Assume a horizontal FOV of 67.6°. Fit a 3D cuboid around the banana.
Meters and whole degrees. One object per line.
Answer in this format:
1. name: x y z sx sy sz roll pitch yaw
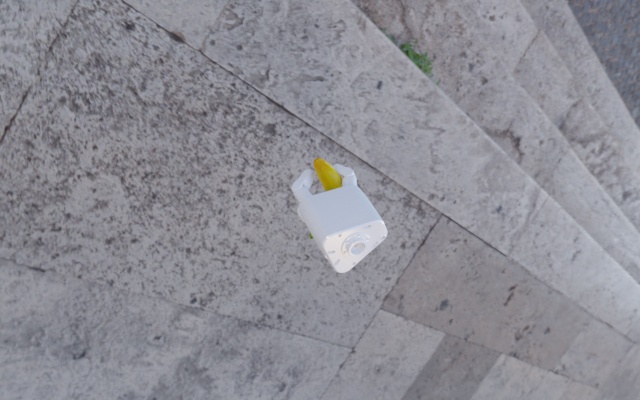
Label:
1. banana: 0.018 0.004 0.898 0.069 0.198 0.037 -6 40 -11
